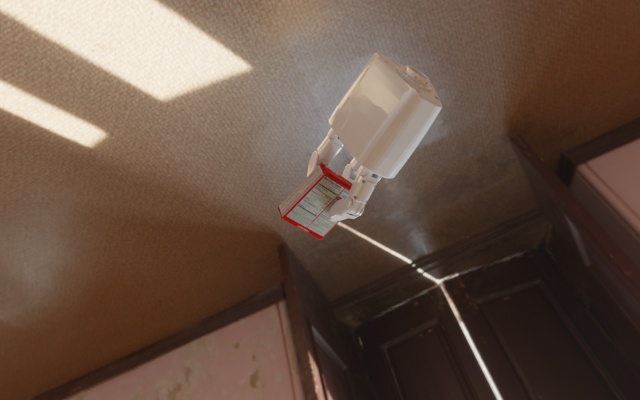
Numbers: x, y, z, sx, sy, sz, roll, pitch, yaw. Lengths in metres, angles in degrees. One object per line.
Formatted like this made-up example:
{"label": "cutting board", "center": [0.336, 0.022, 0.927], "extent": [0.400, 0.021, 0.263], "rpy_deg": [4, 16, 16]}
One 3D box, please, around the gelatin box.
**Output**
{"label": "gelatin box", "center": [0.000, 0.003, 0.634], "extent": [0.073, 0.089, 0.030], "rpy_deg": [31, 22, -35]}
